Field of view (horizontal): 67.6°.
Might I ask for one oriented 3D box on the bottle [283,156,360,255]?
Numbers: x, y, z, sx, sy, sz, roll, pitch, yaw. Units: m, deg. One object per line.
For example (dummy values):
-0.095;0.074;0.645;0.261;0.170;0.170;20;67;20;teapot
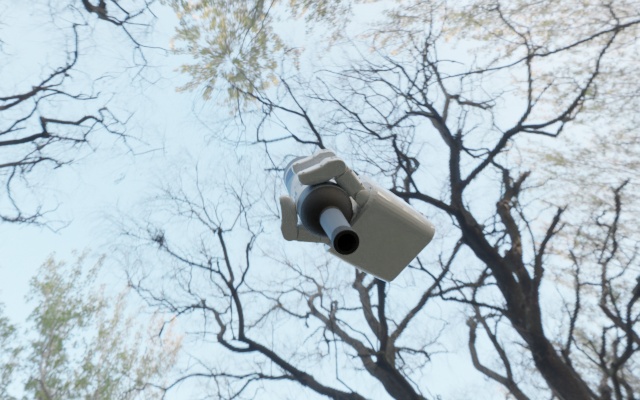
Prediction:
0.000;0.002;0.617;0.069;0.069;0.295;0;16;-11;bottle
